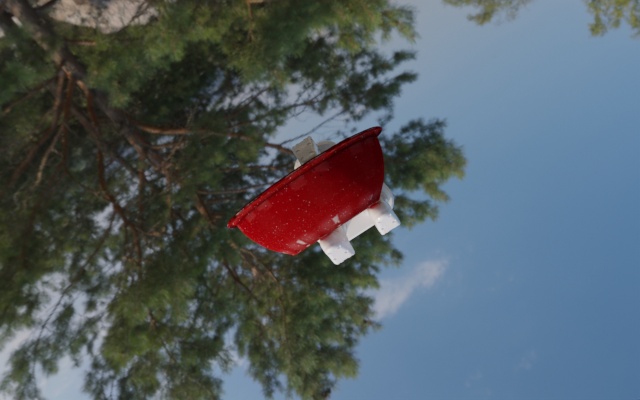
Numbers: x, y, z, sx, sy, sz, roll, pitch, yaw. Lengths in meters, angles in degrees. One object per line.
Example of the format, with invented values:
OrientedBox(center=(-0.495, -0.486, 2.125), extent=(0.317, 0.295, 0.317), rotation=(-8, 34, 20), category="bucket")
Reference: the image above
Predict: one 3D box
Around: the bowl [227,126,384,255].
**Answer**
OrientedBox(center=(0.000, 0.002, 0.425), extent=(0.162, 0.055, 0.162), rotation=(-33, -3, -2), category="bowl")
